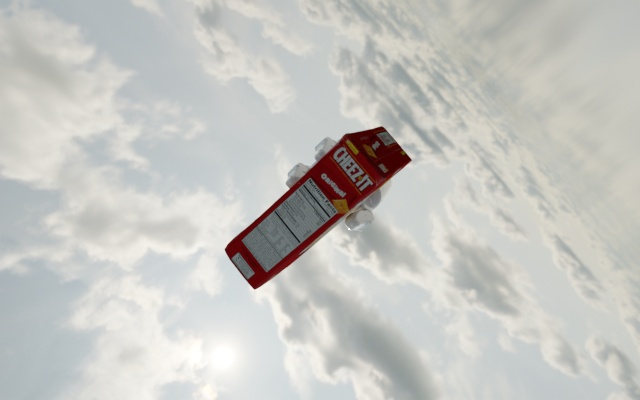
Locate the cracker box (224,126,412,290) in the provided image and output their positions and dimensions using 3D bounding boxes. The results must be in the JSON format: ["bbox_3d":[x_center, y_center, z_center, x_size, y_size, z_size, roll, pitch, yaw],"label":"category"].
[{"bbox_3d":[0.000,0.002,0.599,0.214,0.072,0.164,-42,-4,23],"label":"cracker box"}]
